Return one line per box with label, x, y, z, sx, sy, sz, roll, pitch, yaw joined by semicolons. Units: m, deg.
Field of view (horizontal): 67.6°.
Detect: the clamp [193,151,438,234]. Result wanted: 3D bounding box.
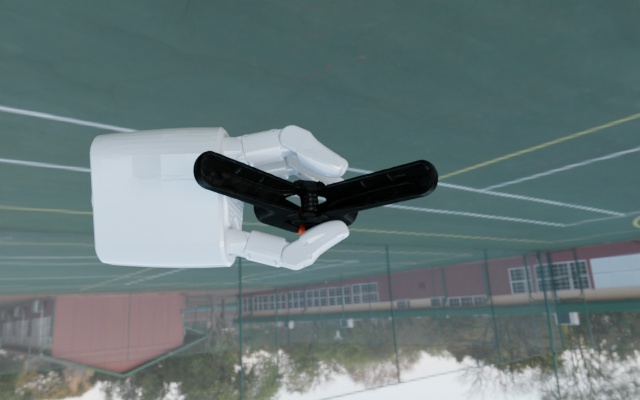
clamp;0.000;0.002;0.404;0.164;0.036;0.210;1;-13;2
